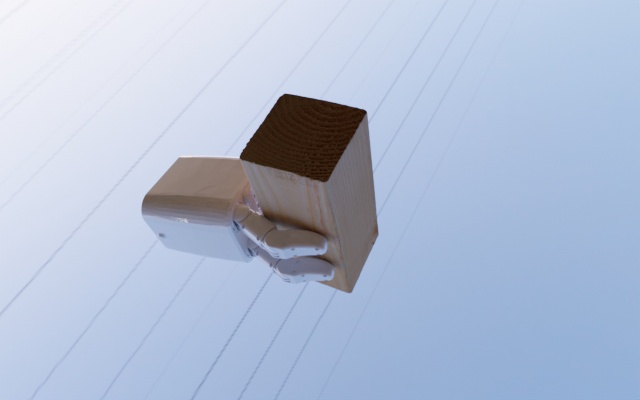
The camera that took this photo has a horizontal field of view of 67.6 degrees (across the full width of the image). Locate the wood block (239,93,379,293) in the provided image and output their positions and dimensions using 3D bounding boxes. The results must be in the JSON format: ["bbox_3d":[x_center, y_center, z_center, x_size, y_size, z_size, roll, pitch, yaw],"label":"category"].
[{"bbox_3d":[0.000,0.001,0.501,0.090,0.090,0.206,16,-31,21],"label":"wood block"}]
